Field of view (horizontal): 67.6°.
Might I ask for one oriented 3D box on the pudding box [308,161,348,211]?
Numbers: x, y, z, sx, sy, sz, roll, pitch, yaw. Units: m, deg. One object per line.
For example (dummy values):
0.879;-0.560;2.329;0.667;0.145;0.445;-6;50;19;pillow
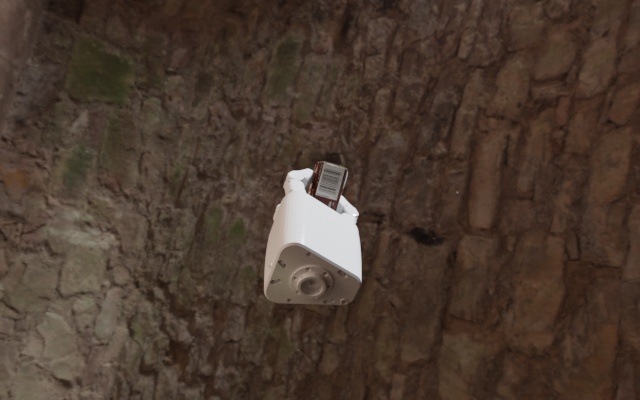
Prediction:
0.000;0.002;0.681;0.039;0.113;0.090;17;2;-9;pudding box
